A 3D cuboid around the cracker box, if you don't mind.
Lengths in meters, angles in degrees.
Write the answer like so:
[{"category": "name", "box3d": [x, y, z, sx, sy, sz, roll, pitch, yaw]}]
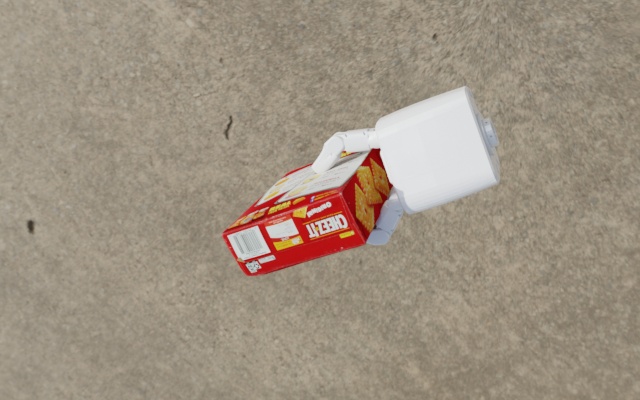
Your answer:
[{"category": "cracker box", "box3d": [0.000, 0.002, 0.610, 0.164, 0.072, 0.213, -19, 15, 26]}]
